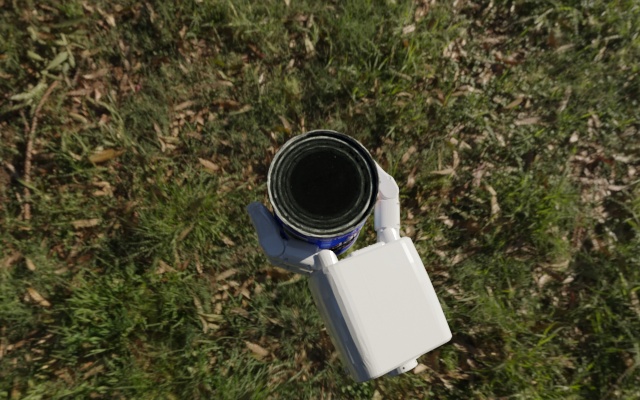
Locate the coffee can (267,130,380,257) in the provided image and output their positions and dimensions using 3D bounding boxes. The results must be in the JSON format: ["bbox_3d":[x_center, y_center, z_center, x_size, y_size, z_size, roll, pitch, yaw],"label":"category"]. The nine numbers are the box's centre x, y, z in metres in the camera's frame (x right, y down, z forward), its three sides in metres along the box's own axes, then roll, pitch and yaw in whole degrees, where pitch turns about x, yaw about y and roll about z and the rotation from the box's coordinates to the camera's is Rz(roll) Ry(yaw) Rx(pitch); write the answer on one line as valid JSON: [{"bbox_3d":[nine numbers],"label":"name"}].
[{"bbox_3d":[0.000,0.001,0.495,0.103,0.102,0.140,0,-15,-2],"label":"coffee can"}]
